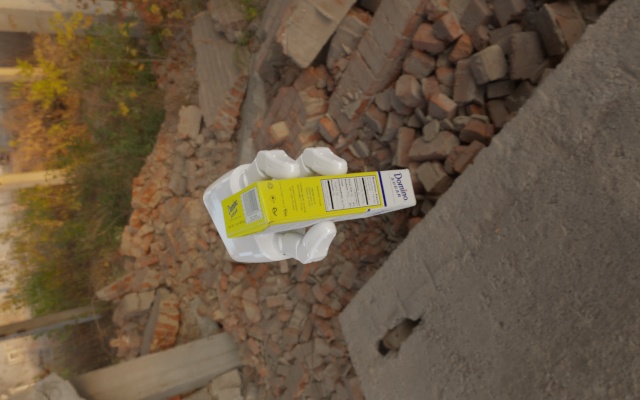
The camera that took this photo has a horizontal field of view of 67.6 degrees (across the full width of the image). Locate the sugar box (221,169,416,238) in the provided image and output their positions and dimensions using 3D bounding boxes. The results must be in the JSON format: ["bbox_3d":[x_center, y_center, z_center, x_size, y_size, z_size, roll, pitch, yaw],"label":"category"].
[{"bbox_3d":[0.000,0.001,0.485,0.176,0.048,0.093,-9,-5,-34],"label":"sugar box"}]
